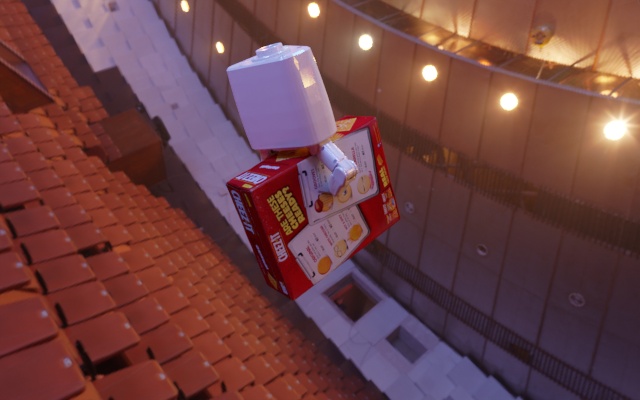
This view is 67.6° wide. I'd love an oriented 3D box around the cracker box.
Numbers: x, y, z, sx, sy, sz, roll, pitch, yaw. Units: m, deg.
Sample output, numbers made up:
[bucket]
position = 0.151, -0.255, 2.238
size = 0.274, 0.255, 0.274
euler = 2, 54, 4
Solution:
[cracker box]
position = 0.000, 0.002, 0.642
size = 0.213, 0.164, 0.072
euler = -33, 29, -29
